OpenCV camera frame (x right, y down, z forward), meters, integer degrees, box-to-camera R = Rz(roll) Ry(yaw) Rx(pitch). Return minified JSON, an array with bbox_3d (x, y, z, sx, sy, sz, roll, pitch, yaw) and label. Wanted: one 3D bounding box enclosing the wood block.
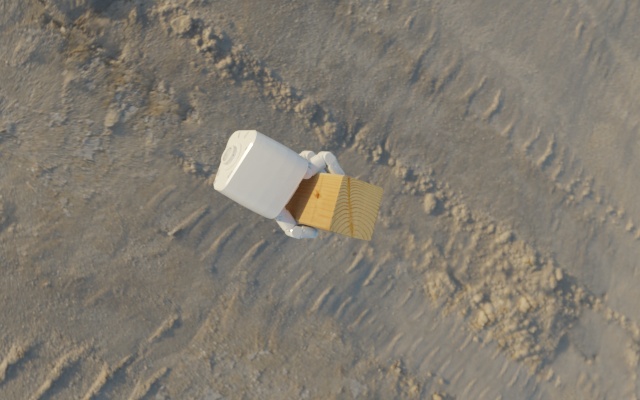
[{"bbox_3d":[0.000,0.003,0.831,0.090,0.091,0.206,17,-3,-35],"label":"wood block"}]
